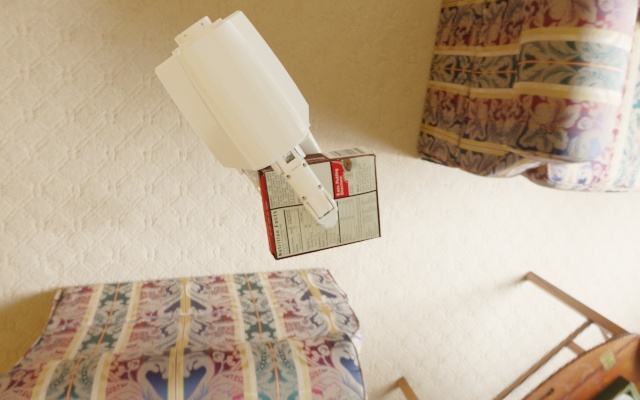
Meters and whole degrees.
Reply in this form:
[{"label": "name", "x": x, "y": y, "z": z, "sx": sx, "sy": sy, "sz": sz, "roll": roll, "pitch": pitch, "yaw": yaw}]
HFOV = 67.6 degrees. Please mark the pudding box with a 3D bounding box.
[{"label": "pudding box", "x": 0.000, "y": 0.002, "z": 0.463, "sx": 0.113, "sy": 0.090, "sz": 0.039, "roll": -10, "pitch": 18, "yaw": -13}]
